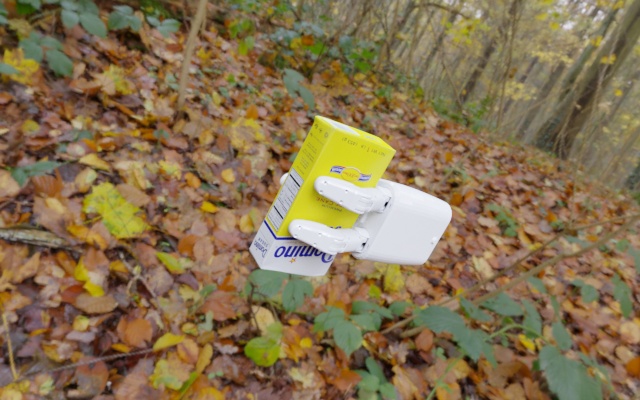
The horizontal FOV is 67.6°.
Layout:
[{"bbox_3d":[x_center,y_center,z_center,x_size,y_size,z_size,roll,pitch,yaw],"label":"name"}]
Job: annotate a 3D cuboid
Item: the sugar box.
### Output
[{"bbox_3d":[0.000,0.002,0.531,0.093,0.176,0.048,14,21,-36],"label":"sugar box"}]
